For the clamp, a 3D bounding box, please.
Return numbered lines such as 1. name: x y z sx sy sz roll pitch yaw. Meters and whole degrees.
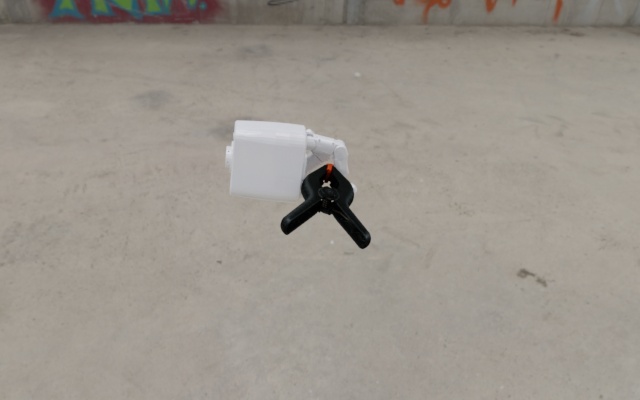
1. clamp: 0.000 0.002 0.679 0.120 0.039 0.171 11 33 -16
